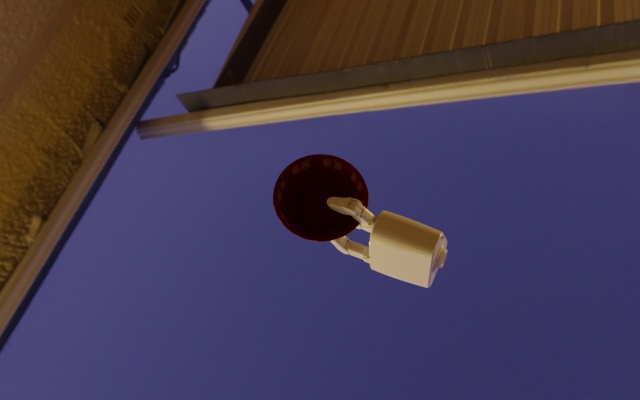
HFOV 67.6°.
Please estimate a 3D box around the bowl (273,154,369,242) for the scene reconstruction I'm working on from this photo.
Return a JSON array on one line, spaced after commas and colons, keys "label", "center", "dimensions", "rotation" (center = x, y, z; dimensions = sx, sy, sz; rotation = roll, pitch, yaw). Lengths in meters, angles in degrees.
[{"label": "bowl", "center": [-0.001, 0.002, 0.824], "dimensions": [0.162, 0.162, 0.055], "rotation": [0, -24, -1]}]
